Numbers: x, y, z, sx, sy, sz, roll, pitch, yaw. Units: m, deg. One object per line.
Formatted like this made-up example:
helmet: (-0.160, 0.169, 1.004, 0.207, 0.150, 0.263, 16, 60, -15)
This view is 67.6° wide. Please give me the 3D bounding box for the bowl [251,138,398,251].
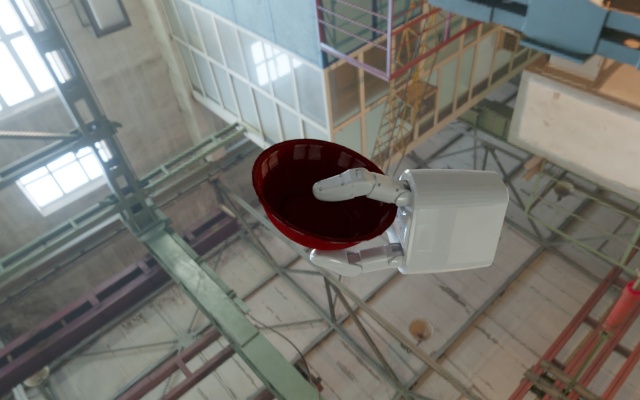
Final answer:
bowl: (-0.001, 0.002, 0.527, 0.162, 0.055, 0.162, 11, 42, -10)
